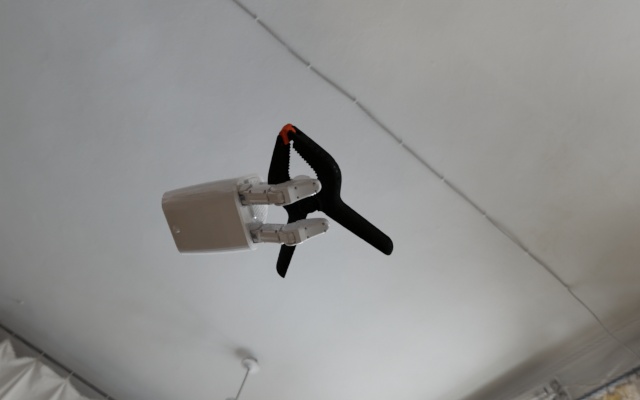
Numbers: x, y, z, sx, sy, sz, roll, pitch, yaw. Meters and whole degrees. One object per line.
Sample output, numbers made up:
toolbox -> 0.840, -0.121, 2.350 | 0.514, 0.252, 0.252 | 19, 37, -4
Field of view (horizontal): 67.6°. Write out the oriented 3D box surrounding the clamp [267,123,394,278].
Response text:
clamp -> 0.000, 0.001, 0.612 | 0.164, 0.210, 0.036 | -8, 24, 11
